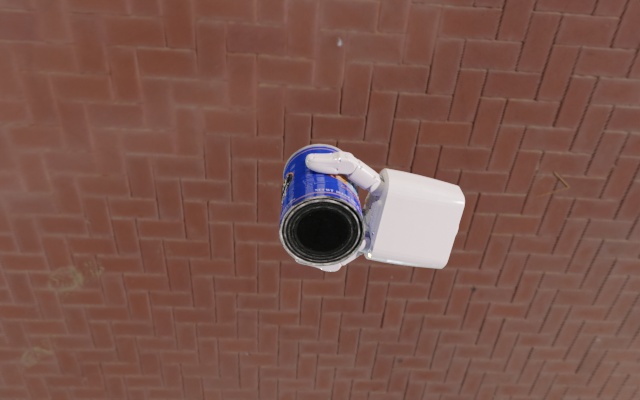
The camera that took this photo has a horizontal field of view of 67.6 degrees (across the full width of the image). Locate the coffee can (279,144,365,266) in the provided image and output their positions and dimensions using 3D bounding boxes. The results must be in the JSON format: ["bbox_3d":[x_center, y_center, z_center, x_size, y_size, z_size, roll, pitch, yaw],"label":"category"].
[{"bbox_3d":[0.000,0.002,0.624,0.103,0.103,0.140,0,32,-2],"label":"coffee can"}]
